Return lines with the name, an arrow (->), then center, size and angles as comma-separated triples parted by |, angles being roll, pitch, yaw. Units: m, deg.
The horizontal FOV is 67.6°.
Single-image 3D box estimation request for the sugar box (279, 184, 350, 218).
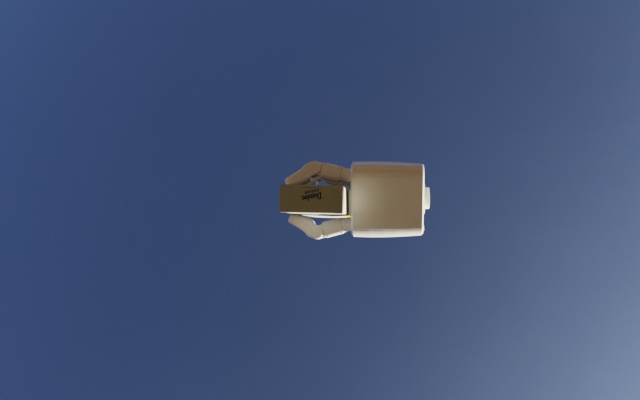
sugar box -> 0.000, 0.002, 0.744 | 0.093, 0.048, 0.176 | 1, -5, 8
